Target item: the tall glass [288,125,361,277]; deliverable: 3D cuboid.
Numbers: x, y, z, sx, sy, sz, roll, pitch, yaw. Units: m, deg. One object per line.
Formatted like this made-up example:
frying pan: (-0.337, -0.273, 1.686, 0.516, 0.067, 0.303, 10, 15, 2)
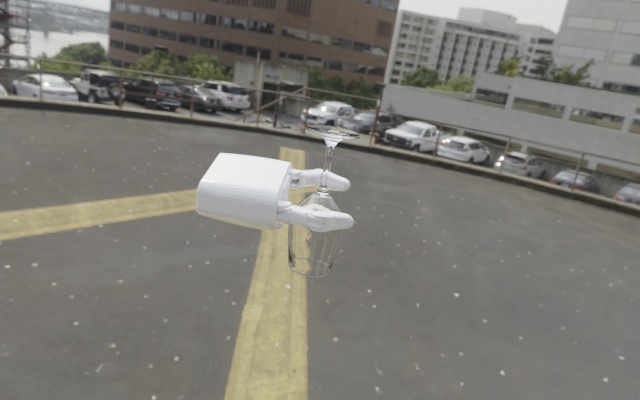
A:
tall glass: (0.000, 0.002, 0.657, 0.079, 0.201, 0.079, 9, 17, -3)
